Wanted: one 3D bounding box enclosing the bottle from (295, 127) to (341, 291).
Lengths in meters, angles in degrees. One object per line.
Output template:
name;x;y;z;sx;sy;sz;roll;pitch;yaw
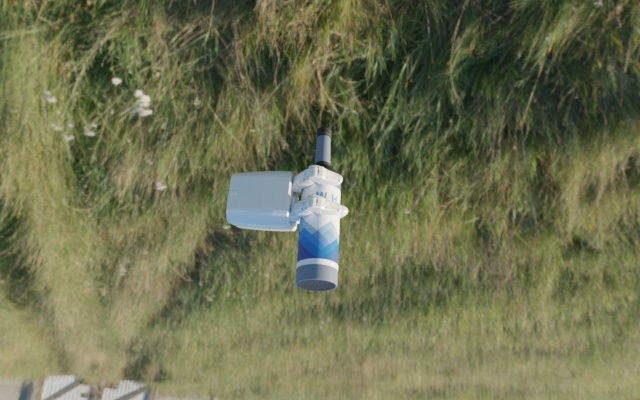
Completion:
bottle;0.000;0.003;0.817;0.069;0.295;0.069;2;-27;1
